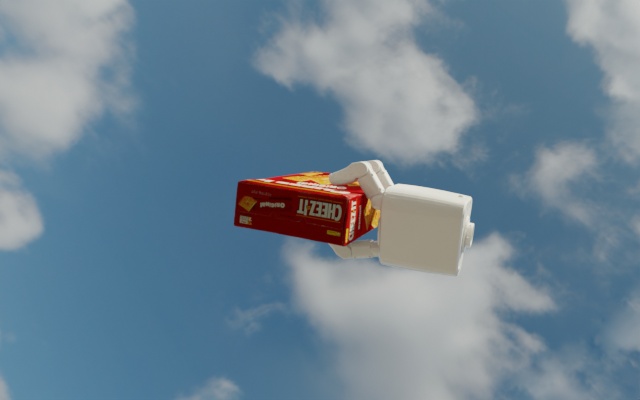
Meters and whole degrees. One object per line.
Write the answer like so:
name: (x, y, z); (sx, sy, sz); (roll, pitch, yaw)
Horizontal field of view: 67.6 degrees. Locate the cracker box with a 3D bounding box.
cracker box: (0.000, 0.002, 0.708); (0.164, 0.072, 0.213); (8, 9, 22)
